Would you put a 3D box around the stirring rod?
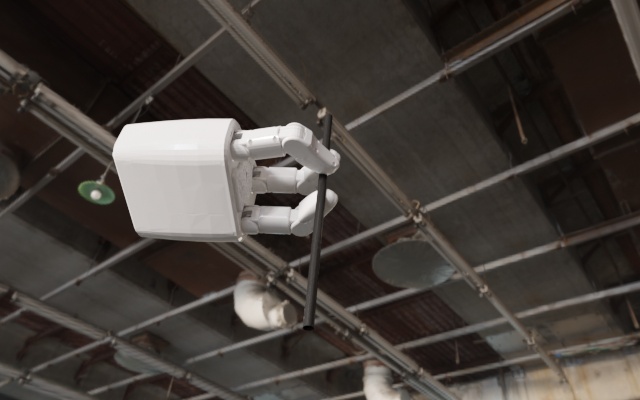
[{"bbox_3d":[0.000,0.001,0.417,0.011,0.239,0.011,3,-42,3],"label":"stirring rod"}]
